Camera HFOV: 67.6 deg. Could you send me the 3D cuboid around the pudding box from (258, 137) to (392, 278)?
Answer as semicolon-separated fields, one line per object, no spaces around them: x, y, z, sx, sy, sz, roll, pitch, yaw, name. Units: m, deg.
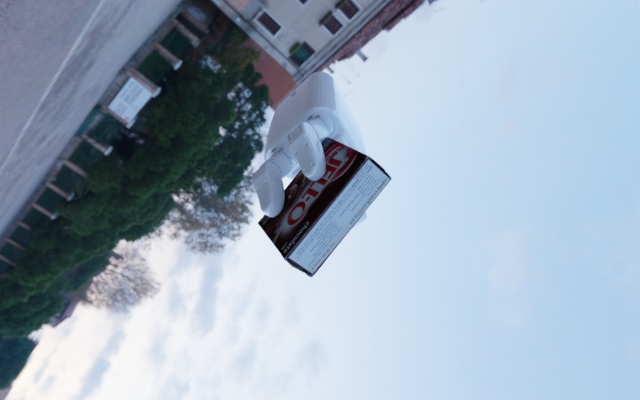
0.000;0.001;0.435;0.039;0.113;0.090;37;1;-27;pudding box
